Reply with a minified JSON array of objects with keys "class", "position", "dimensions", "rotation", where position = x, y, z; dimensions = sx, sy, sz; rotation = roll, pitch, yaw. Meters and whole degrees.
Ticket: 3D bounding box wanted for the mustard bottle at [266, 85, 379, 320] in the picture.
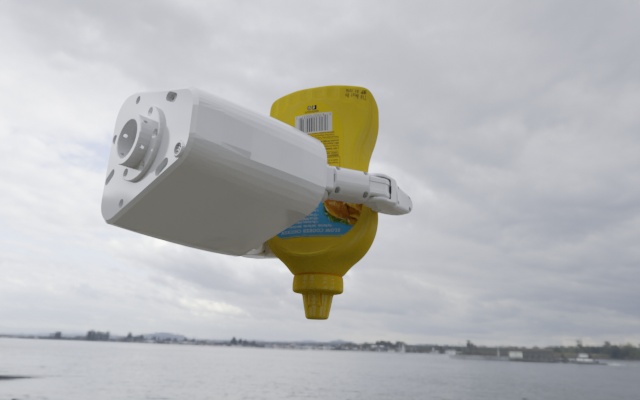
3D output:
[{"class":"mustard bottle","position":[0.000,0.001,0.401],"dimensions":[0.096,0.191,0.058],"rotation":[-4,-18,18]}]
